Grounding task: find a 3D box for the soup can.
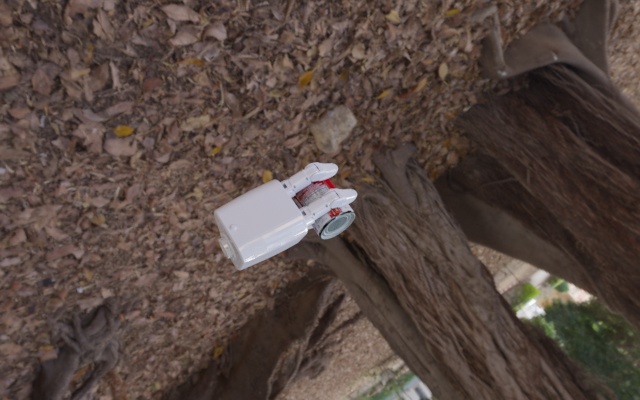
[{"bbox_3d":[0.001,0.003,0.762,0.068,0.102,0.068,-29,-25,-15],"label":"soup can"}]
